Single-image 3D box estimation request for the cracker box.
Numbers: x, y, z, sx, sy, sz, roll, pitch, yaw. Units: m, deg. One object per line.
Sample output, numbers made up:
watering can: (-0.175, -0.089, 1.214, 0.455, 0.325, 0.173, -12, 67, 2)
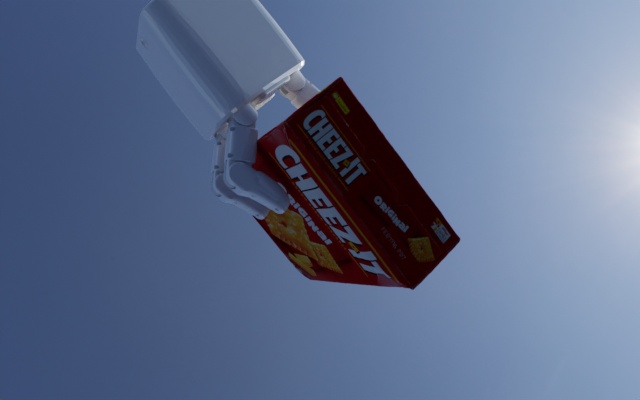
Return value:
cracker box: (0.000, 0.001, 0.454, 0.072, 0.164, 0.214, -43, 11, -22)
